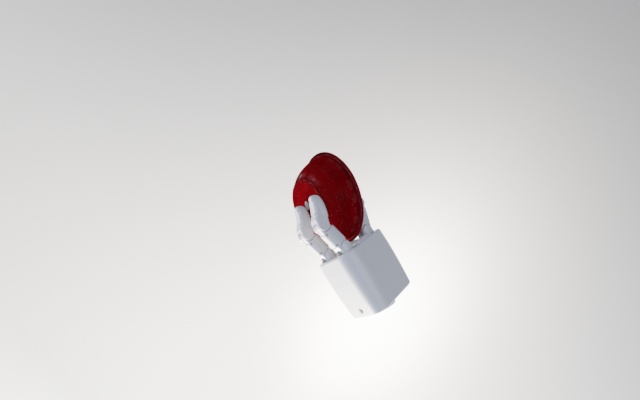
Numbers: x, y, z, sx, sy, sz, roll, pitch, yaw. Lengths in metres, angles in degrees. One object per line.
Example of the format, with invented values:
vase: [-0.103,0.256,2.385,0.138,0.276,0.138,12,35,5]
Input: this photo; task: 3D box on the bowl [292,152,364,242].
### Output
bowl: [-0.001,0.002,0.801,0.055,0.162,0.162,-18,10,-32]
